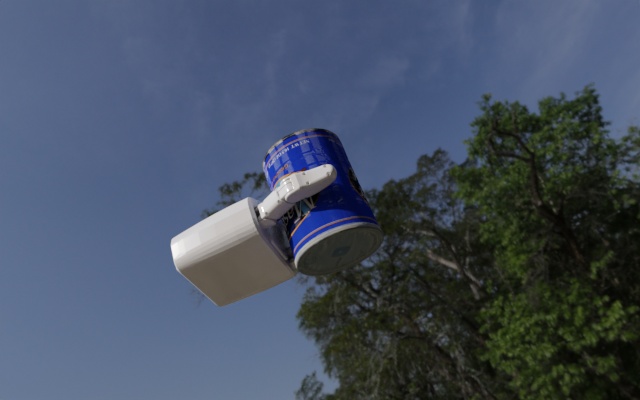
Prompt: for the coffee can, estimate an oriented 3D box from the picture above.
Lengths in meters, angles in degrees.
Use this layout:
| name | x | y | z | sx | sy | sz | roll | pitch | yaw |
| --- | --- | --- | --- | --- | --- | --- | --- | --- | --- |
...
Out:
| name | x | y | z | sx | sy | sz | roll | pitch | yaw |
| --- | --- | --- | --- | --- | --- | --- | --- | --- | --- |
| coffee can | 0.000 | 0.002 | 0.558 | 0.103 | 0.140 | 0.103 | -16 | -30 | -10 |
